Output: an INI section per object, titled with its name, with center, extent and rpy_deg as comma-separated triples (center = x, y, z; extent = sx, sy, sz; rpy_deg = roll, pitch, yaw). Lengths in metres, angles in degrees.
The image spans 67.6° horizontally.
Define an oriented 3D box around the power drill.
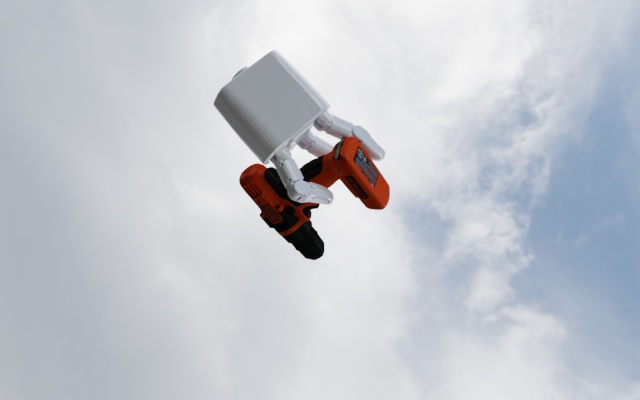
[power drill]
center = 0.000, 0.002, 0.678
extent = 0.188, 0.184, 0.057
rpy_deg = -22, 31, 31
